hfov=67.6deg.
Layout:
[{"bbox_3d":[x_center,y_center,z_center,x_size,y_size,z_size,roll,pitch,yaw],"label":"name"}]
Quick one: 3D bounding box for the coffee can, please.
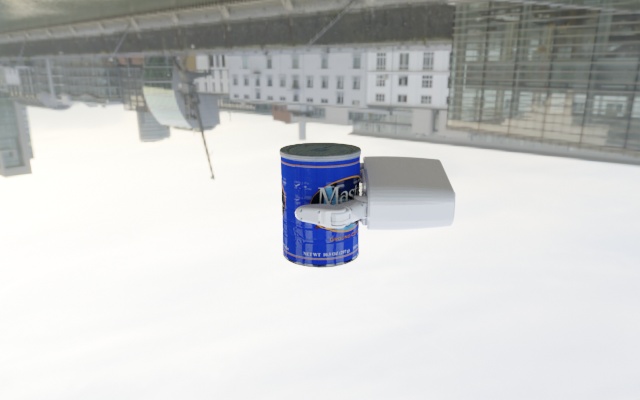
[{"bbox_3d":[0.000,0.002,0.616,0.103,0.140,0.102,0,16,0],"label":"coffee can"}]
